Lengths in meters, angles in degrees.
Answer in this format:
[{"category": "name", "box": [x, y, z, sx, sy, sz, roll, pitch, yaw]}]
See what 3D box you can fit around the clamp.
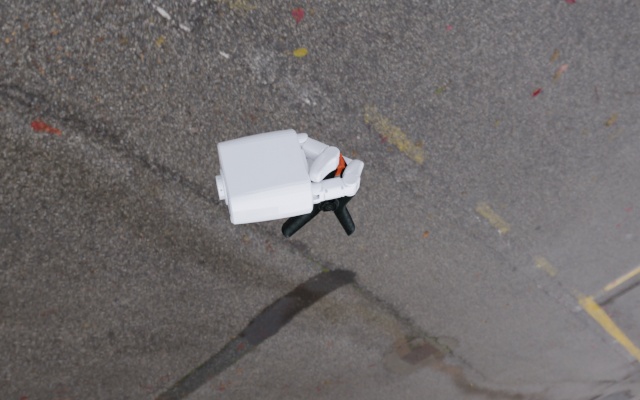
[{"category": "clamp", "box": [0.000, 0.003, 0.721, 0.120, 0.039, 0.172, -11, -43, -13]}]
